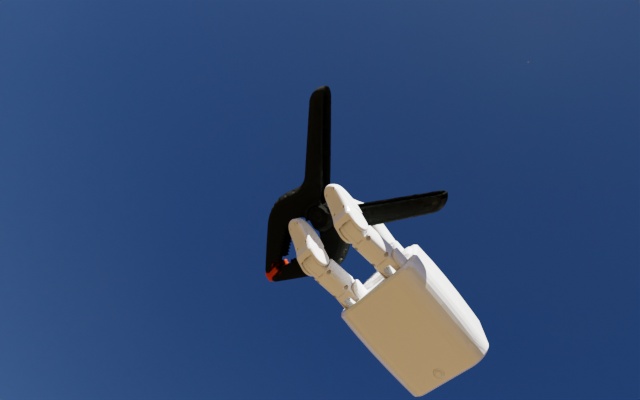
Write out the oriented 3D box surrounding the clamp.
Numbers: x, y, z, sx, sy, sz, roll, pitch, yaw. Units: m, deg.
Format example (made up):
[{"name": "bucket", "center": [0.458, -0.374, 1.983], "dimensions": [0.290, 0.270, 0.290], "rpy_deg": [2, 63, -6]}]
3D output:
[{"name": "clamp", "center": [0.000, 0.002, 0.491], "dimensions": [0.210, 0.164, 0.036], "rpy_deg": [-44, -9, 27]}]
